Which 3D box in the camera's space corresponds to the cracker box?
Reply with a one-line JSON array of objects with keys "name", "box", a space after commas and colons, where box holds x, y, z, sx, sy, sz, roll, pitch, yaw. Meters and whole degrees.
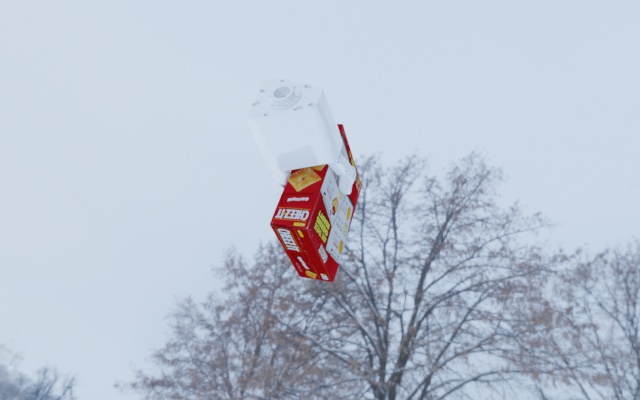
[{"name": "cracker box", "box": [0.000, 0.003, 0.804, 0.072, 0.213, 0.164, 4, -36, 22]}]
